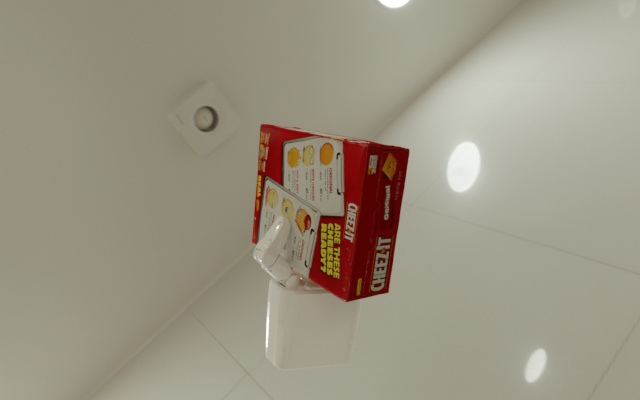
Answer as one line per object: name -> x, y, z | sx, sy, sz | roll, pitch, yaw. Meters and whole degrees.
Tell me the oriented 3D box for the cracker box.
cracker box -> 0.000, 0.002, 0.572 | 0.072, 0.164, 0.213 | -2, 14, -36
